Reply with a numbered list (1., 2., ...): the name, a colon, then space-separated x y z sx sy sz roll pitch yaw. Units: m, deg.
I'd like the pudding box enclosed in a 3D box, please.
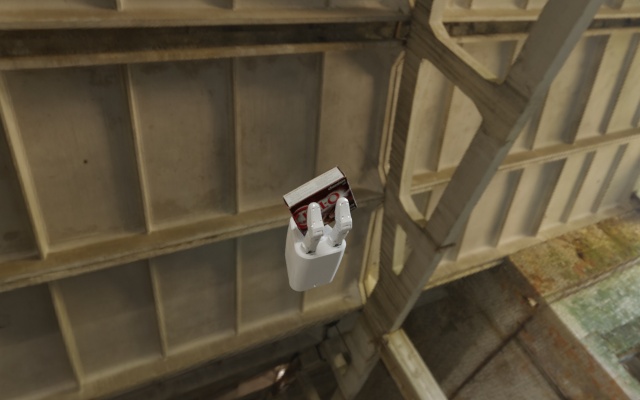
1. pudding box: 0.000 0.003 0.834 0.113 0.039 0.090 -31 -40 -6
